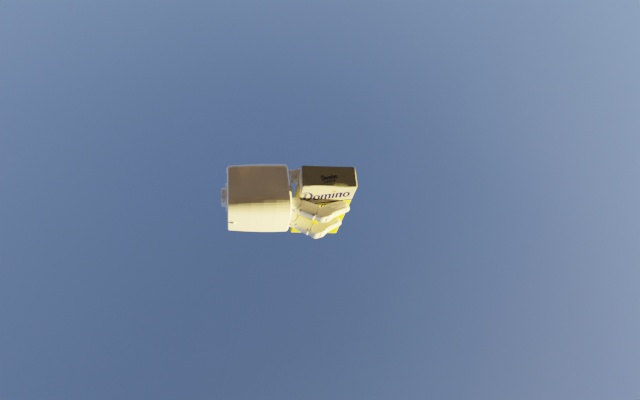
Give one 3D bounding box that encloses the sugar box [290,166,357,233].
[{"bbox_3d":[0.000,0.003,0.850,0.093,0.048,0.176,1,-27,-10],"label":"sugar box"}]
